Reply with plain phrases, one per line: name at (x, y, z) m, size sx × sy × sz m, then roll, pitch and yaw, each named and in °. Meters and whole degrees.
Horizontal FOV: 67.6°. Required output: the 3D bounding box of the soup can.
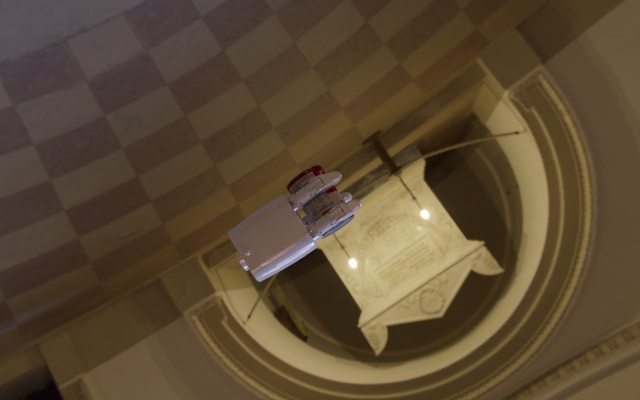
soup can at (0.001, 0.003, 0.776) m, size 0.068 × 0.102 × 0.068 m, roll -33°, pitch -10°, yaw -7°
